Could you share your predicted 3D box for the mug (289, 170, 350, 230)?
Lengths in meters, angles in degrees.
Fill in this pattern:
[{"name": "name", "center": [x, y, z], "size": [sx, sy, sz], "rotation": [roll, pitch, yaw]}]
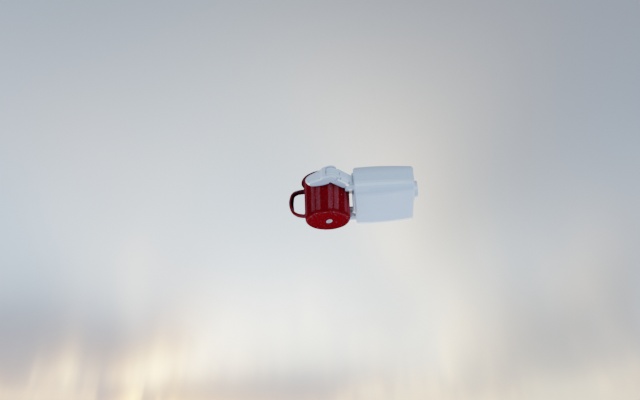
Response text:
[{"name": "mug", "center": [-0.001, 0.003, 0.869], "size": [0.117, 0.081, 0.093], "rotation": [-5, -27, 5]}]
